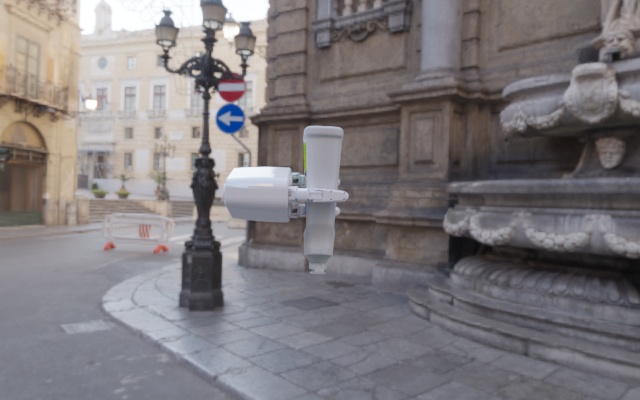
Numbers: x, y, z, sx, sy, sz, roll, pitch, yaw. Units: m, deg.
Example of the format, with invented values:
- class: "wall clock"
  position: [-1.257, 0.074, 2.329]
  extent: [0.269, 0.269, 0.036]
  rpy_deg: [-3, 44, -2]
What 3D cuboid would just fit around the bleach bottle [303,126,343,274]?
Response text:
- class: "bleach bottle"
  position: [0.000, 0.003, 0.833]
  extent: [0.068, 0.251, 0.102]
  rpy_deg: [2, 0, -3]
